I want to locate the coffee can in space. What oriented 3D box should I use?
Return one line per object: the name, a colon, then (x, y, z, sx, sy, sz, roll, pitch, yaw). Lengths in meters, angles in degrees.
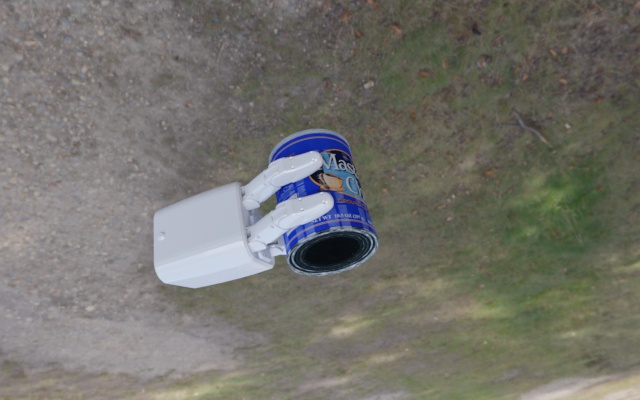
coffee can: (0.000, 0.002, 0.558, 0.103, 0.140, 0.103, -9, -34, -6)
